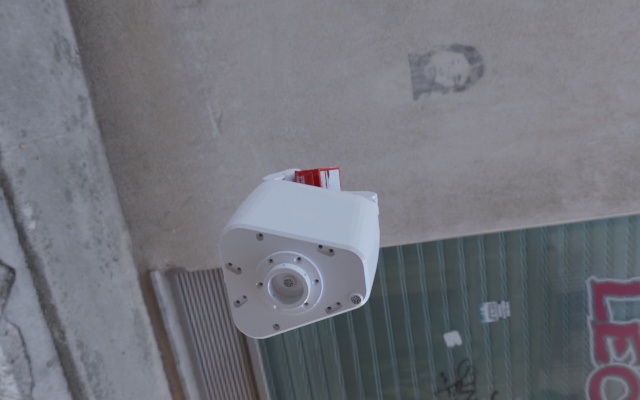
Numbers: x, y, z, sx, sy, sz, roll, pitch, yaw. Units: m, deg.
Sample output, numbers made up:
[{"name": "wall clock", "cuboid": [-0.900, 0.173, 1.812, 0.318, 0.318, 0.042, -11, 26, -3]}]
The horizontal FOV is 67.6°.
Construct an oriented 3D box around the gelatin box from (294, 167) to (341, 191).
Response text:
[{"name": "gelatin box", "cuboid": [0.001, 0.002, 0.518, 0.030, 0.073, 0.089, -4, 4, 16]}]
